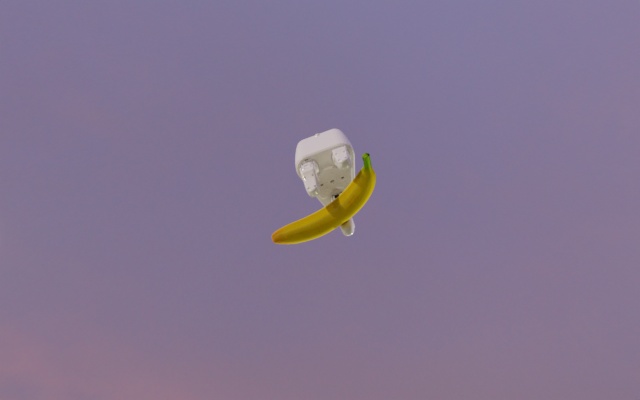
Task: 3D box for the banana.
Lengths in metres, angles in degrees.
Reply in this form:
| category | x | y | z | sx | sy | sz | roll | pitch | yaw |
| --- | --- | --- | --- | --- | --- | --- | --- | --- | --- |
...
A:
| category | x | y | z | sx | sy | sz | roll | pitch | yaw |
| --- | --- | --- | --- | --- | --- | --- | --- | --- | --- |
| banana | 0.015 | 0.011 | 0.713 | 0.070 | 0.198 | 0.037 | 40 | 17 | -25 |
